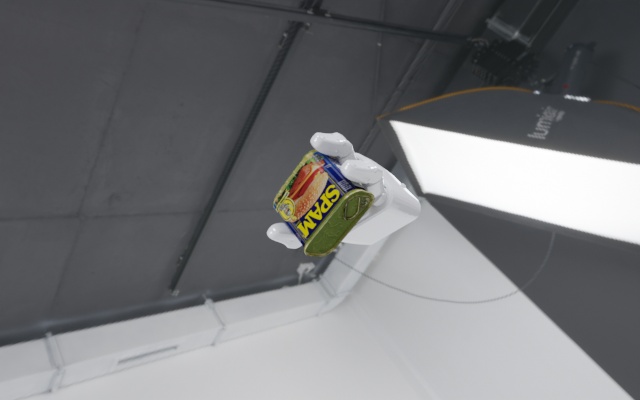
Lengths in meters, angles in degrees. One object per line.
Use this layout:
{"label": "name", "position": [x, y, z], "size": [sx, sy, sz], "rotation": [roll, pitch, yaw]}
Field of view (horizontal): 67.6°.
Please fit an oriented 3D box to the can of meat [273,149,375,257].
{"label": "can of meat", "position": [0.000, 0.002, 0.571], "size": [0.057, 0.102, 0.084], "rotation": [13, 31, -53]}
